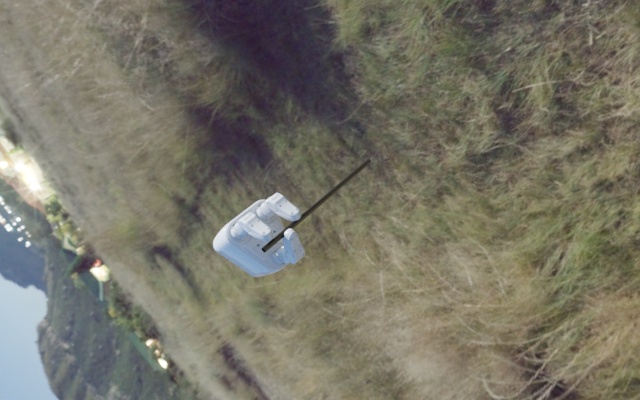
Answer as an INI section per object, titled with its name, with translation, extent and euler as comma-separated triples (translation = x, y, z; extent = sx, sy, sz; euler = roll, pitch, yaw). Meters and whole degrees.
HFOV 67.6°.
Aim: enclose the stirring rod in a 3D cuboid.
[stirring rod]
translation = 0.000, 0.002, 0.728
extent = 0.239, 0.011, 0.011
euler = -40, 22, -29
